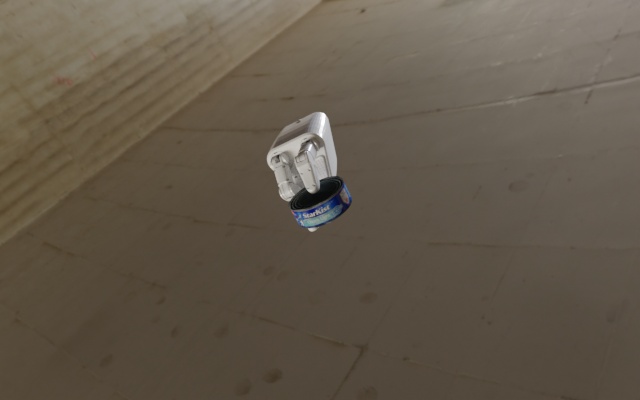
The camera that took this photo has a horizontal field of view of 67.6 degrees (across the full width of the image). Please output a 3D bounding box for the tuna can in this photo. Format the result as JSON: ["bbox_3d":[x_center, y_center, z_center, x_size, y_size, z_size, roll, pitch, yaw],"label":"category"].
[{"bbox_3d":[0.000,0.003,0.677,0.086,0.034,0.086,-24,22,10],"label":"tuna can"}]
